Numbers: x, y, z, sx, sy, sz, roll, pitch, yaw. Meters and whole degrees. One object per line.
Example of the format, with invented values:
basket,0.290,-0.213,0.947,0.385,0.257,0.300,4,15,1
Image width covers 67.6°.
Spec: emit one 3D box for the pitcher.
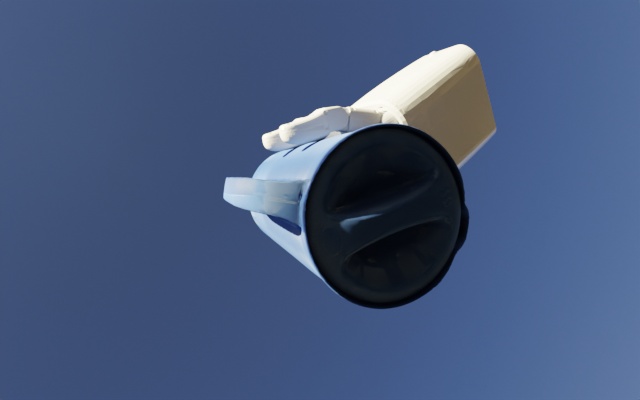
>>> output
pitcher,0.000,0.001,0.442,0.145,0.149,0.243,-39,17,-14
